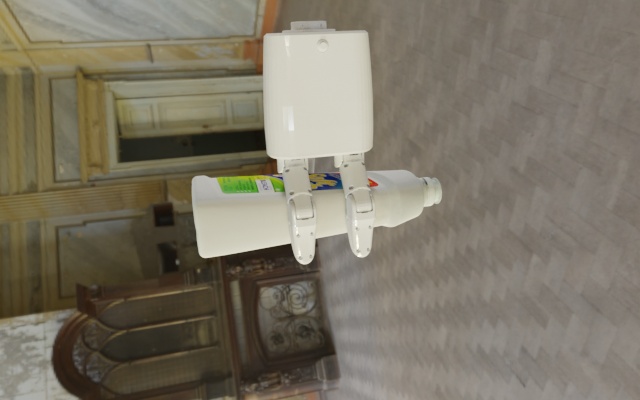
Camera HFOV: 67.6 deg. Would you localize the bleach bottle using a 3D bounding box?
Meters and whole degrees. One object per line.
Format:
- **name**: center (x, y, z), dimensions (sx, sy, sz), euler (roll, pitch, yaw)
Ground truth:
- **bleach bottle**: center (0.000, 0.002, 0.490), dimensions (0.251, 0.068, 0.102), euler (-7, 18, -13)
